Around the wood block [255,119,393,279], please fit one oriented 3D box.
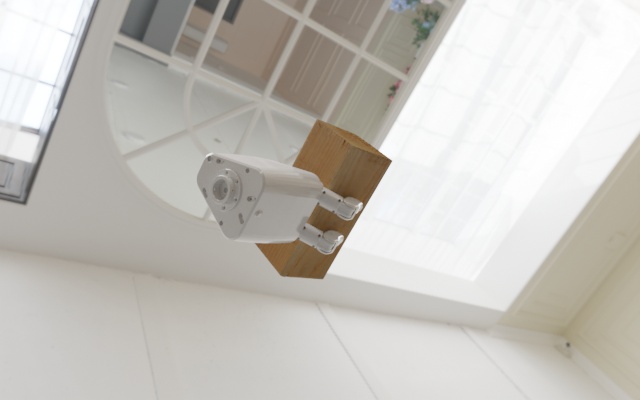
[{"bbox_3d":[0.000,0.002,0.687,0.090,0.206,0.090,13,23,-45],"label":"wood block"}]
